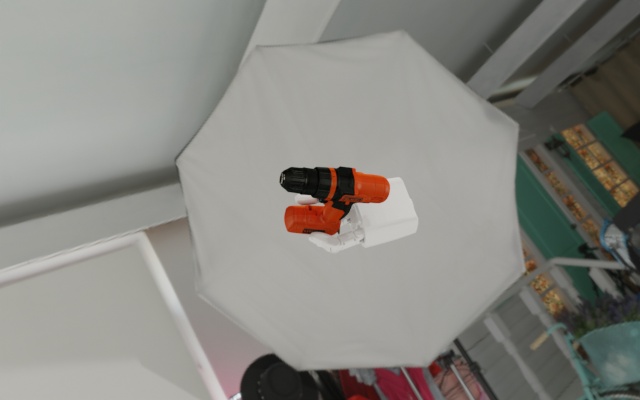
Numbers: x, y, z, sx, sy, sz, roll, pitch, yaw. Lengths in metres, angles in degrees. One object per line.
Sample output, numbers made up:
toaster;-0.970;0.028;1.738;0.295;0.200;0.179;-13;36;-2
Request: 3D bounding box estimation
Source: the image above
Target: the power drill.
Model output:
power drill;0.000;0.003;0.812;0.184;0.057;0.188;7;-25;-20
